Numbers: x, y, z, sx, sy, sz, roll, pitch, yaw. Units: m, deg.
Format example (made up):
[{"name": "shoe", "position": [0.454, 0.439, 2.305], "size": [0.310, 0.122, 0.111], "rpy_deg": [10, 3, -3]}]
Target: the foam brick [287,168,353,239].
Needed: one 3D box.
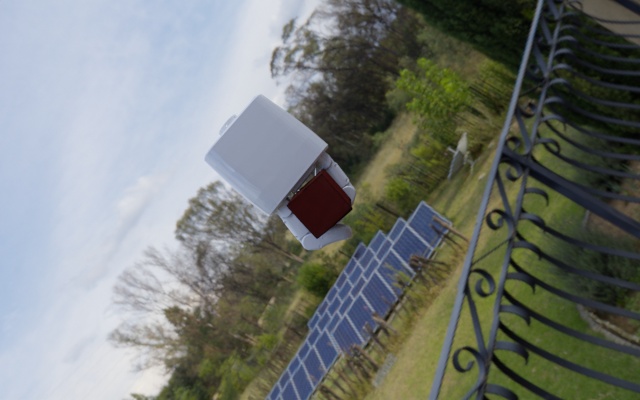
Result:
[{"name": "foam brick", "position": [0.000, 0.002, 0.541], "size": [0.053, 0.051, 0.078], "rpy_deg": [-41, 5, 6]}]
